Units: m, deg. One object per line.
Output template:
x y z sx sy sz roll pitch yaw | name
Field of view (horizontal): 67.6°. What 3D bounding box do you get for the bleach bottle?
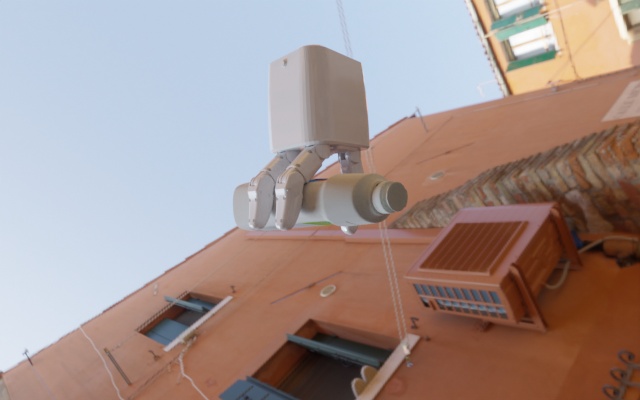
0.000 0.002 0.545 0.102 0.068 0.251 -3 -1 -39 | bleach bottle
